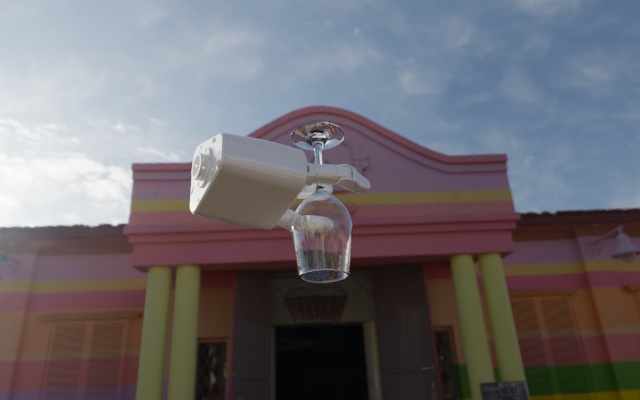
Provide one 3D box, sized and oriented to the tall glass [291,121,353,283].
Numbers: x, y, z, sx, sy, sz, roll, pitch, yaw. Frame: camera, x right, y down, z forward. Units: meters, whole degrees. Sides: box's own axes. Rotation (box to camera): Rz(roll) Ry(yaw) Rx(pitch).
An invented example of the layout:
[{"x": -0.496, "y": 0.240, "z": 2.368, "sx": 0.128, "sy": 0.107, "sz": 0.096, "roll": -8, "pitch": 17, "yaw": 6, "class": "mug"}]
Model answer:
[{"x": 0.000, "y": 0.001, "z": 0.621, "sx": 0.079, "sy": 0.201, "sz": 0.079, "roll": -3, "pitch": -23, "yaw": -1, "class": "tall glass"}]
